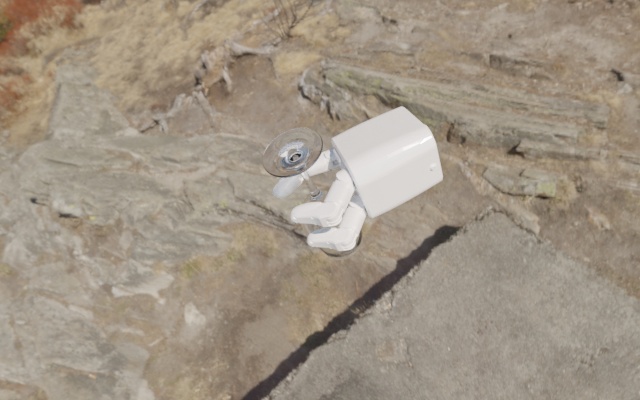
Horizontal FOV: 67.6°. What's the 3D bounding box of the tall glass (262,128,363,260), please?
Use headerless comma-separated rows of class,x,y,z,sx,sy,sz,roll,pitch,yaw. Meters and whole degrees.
tall glass,0.000,0.002,0.618,0.079,0.079,0.201,0,-36,23
